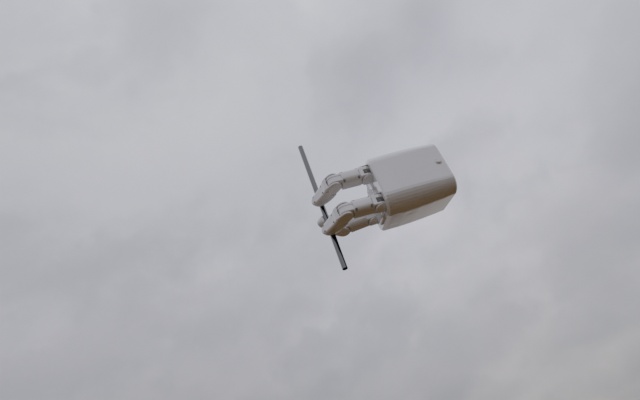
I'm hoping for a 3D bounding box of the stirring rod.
[{"bbox_3d":[0.000,0.002,0.724,0.011,0.239,0.011,-13,-37,-10],"label":"stirring rod"}]
